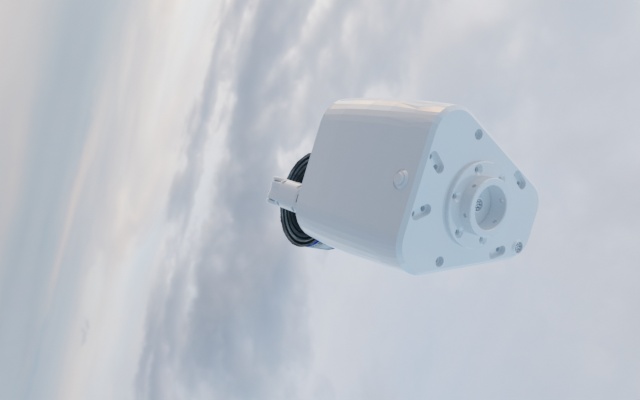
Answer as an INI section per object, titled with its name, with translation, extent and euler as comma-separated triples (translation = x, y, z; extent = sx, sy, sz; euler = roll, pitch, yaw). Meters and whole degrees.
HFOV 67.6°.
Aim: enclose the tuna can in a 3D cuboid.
[tuna can]
translation = 0.000, 0.002, 0.433
extent = 0.034, 0.086, 0.086
euler = 13, -7, -35
